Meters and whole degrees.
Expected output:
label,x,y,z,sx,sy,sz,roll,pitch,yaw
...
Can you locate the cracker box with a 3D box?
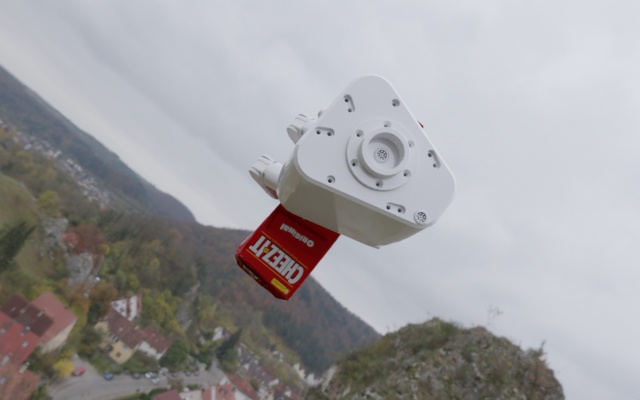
label,x,y,z,sx,sy,sz,roll,pitch,yaw
cracker box,0.000,0.002,0.515,0.072,0.213,0.164,40,-14,0
